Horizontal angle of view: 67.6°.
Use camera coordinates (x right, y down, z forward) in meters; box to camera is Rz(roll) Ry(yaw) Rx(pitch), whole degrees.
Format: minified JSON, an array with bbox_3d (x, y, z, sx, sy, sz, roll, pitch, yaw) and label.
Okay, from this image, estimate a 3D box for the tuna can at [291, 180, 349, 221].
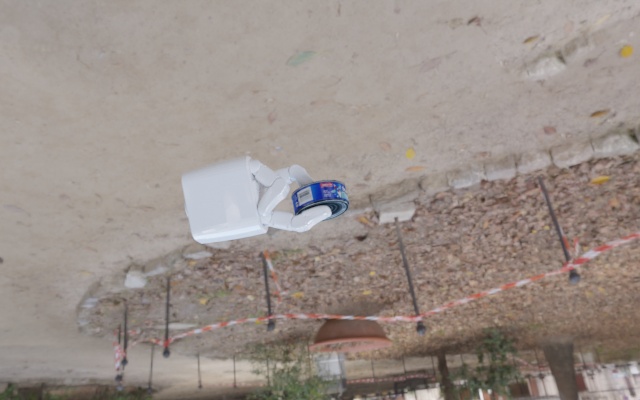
[{"bbox_3d":[0.000,0.003,0.729,0.086,0.033,0.086,-11,-22,-4],"label":"tuna can"}]
